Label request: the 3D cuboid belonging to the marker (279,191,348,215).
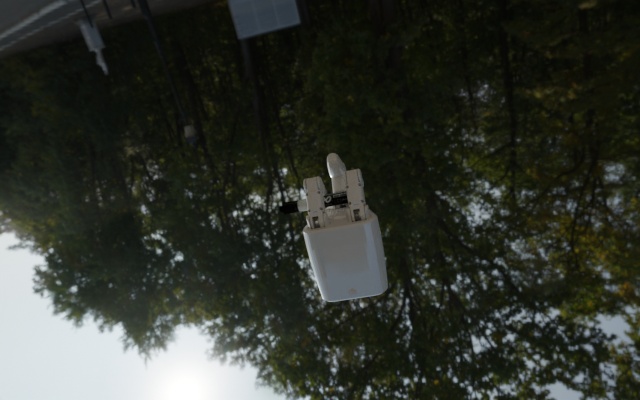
[{"bbox_3d":[0.000,0.002,0.676,0.121,0.020,0.020,-11,-2,11],"label":"marker"}]
